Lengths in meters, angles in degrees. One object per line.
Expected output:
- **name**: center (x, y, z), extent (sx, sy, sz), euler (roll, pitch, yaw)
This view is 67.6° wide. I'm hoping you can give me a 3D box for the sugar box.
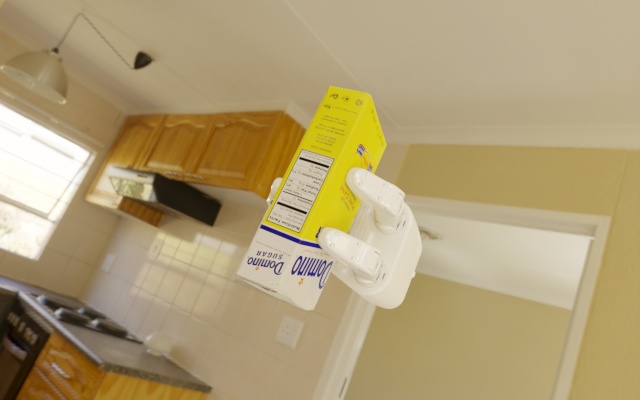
- **sugar box**: center (0.001, 0.001, 0.409), extent (0.048, 0.176, 0.093), euler (16, -15, 23)
